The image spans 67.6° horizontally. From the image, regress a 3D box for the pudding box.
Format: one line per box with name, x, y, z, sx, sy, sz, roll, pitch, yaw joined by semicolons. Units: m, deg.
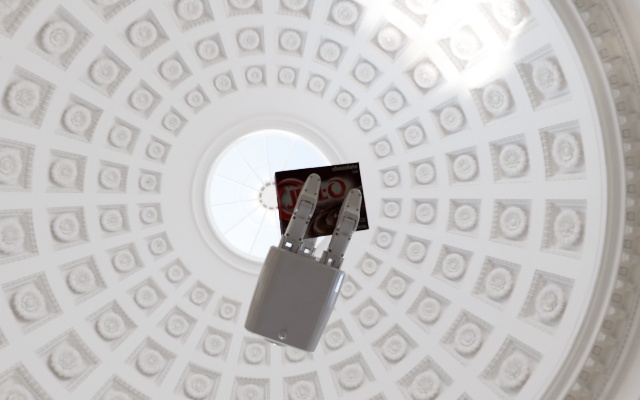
pudding box;0.000;0.002;0.619;0.113;0.090;0.039;-7;-5;-9
